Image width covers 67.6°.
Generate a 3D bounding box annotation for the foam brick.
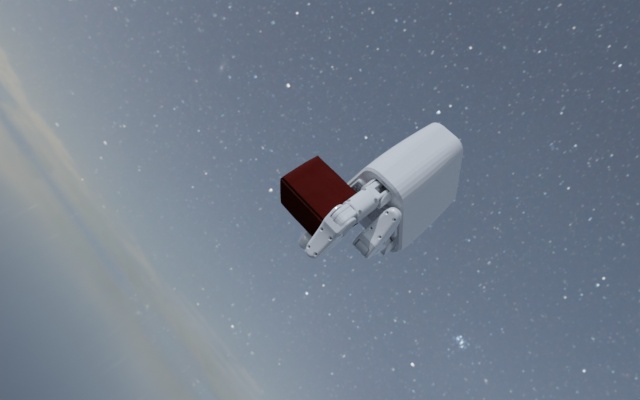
[{"bbox_3d":[0.000,0.001,0.515,0.051,0.078,0.053,-37,-19,-23],"label":"foam brick"}]
